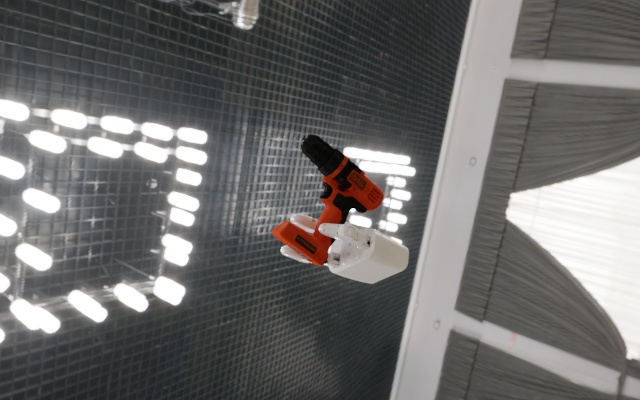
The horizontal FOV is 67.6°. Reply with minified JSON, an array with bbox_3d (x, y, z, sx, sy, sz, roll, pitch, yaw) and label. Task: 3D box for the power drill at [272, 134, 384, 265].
[{"bbox_3d":[0.000,0.003,0.829,0.184,0.187,0.057,39,-12,-15],"label":"power drill"}]
